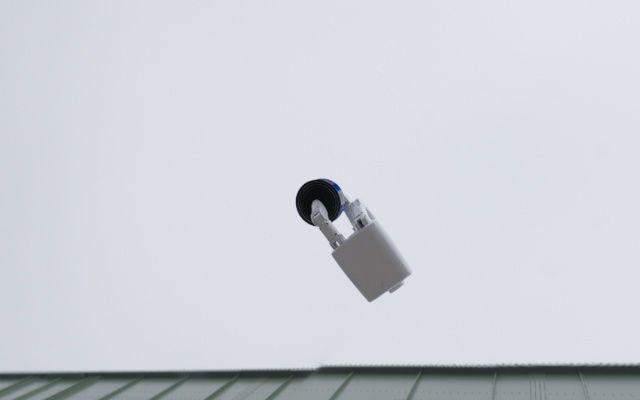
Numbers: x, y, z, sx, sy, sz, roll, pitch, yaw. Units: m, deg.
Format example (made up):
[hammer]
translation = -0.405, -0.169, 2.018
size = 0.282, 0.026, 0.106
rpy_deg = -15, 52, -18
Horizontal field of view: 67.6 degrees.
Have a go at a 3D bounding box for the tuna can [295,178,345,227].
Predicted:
[tuna can]
translation = 0.000, 0.003, 0.859
size = 0.086, 0.086, 0.033
rpy_deg = 0, 8, 19
